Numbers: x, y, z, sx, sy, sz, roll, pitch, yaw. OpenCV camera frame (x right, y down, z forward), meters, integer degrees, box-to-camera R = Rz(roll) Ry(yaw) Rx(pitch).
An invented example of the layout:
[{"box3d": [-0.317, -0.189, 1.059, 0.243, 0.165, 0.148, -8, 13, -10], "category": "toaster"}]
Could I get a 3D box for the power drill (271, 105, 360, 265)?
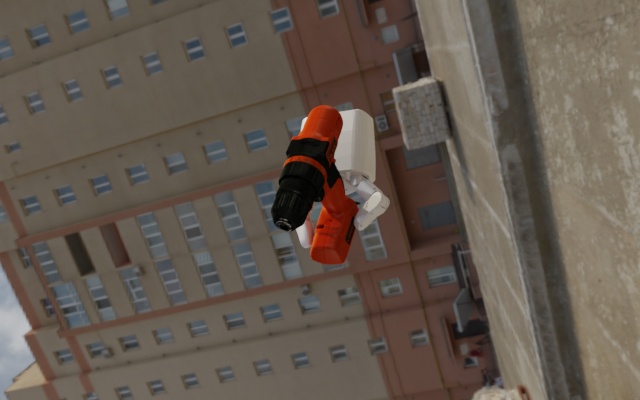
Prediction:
[{"box3d": [0.000, 0.002, 0.611, 0.057, 0.184, 0.188, 7, -37, 19], "category": "power drill"}]
